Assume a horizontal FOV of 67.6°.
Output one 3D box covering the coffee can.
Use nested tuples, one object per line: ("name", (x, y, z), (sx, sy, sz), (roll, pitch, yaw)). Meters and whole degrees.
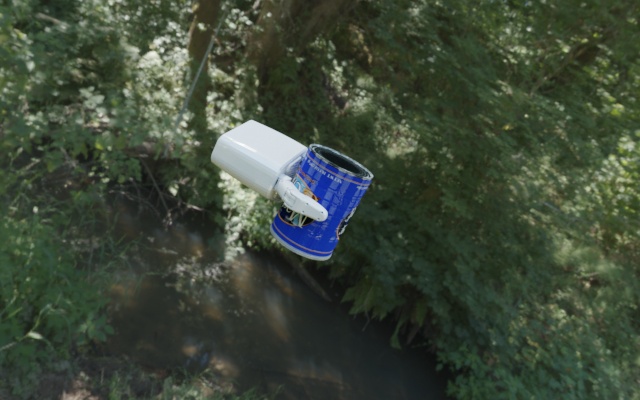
("coffee can", (0.000, 0.003, 0.704), (0.103, 0.140, 0.102), (25, 16, -8))
